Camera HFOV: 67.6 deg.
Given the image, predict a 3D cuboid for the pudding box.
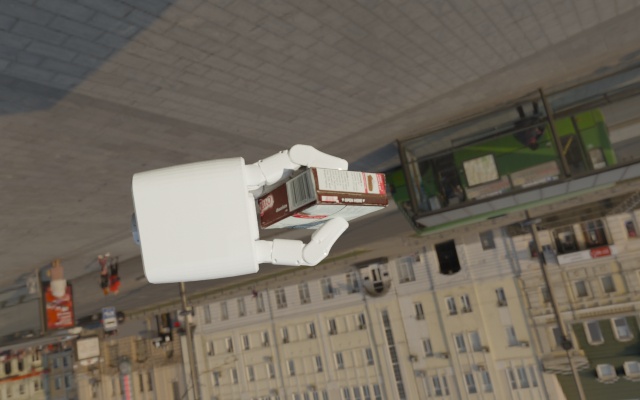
[{"bbox_3d":[0.000,0.002,0.495,0.090,0.039,0.113,2,-15,-34],"label":"pudding box"}]
